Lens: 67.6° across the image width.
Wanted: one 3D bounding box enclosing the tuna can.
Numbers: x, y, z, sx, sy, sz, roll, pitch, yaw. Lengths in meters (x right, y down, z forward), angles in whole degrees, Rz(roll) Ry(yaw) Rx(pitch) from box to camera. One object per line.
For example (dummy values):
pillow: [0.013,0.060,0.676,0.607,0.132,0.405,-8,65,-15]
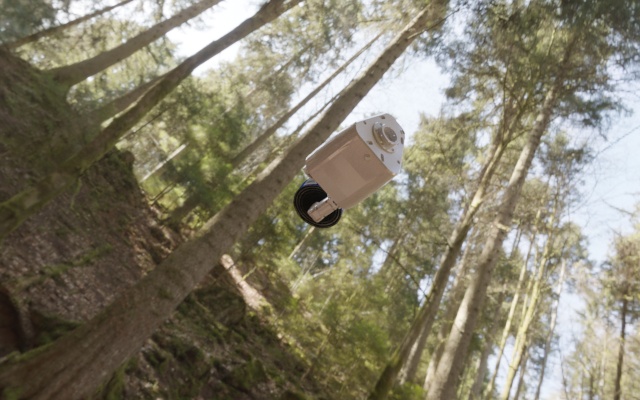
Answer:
tuna can: [0.000,0.002,0.799,0.086,0.086,0.033,0,33,26]
